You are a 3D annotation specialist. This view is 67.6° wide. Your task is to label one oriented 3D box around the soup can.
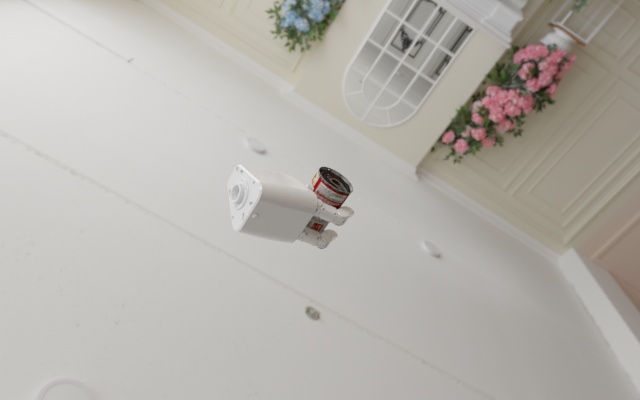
[{"bbox_3d":[0.000,0.003,0.815,0.068,0.102,0.068,28,26,-15],"label":"soup can"}]
